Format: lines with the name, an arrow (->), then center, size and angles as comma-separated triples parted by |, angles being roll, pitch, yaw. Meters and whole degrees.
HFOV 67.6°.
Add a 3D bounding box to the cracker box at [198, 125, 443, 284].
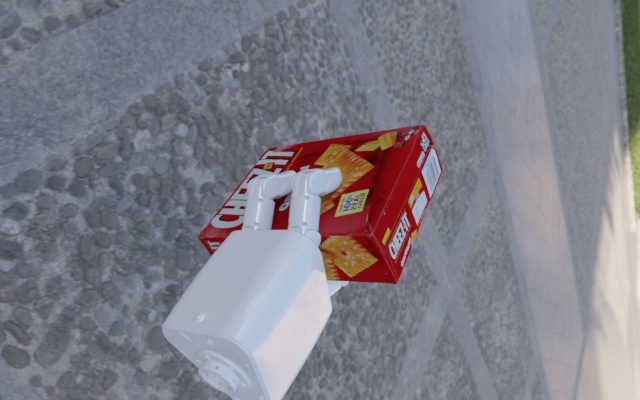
cracker box -> 0.000, 0.002, 0.502 | 0.214, 0.072, 0.164 | -3, 39, 35
